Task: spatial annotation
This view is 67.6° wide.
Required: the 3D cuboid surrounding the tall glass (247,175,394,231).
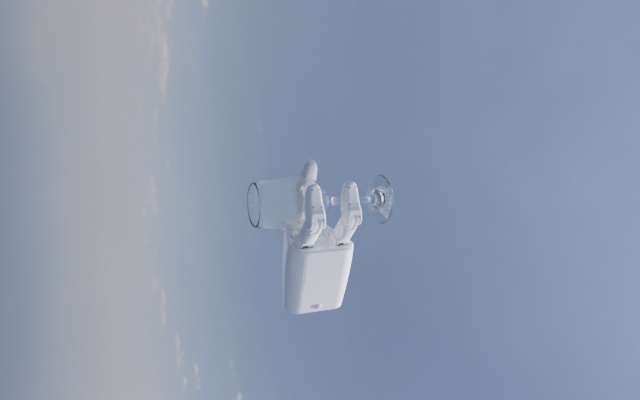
[{"bbox_3d":[0.001,0.002,0.685,0.201,0.079,0.079,-2,1,-24],"label":"tall glass"}]
